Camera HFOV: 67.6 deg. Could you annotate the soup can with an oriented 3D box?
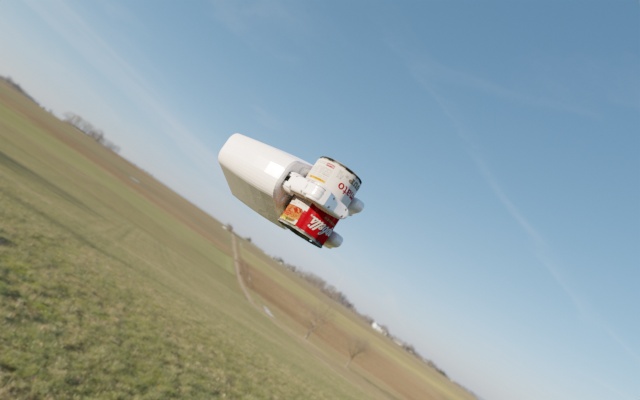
[{"bbox_3d":[0.001,0.002,0.624,0.068,0.102,0.068,32,-10,6],"label":"soup can"}]
